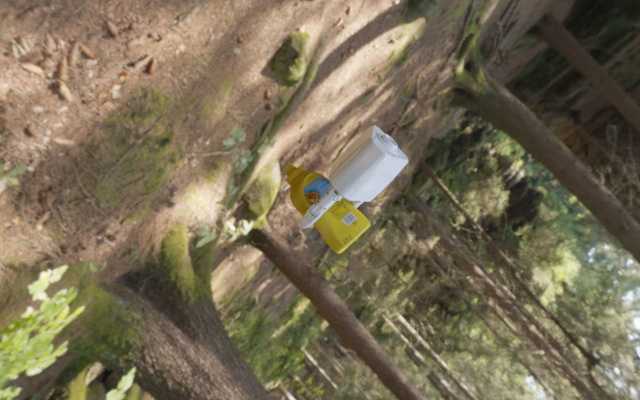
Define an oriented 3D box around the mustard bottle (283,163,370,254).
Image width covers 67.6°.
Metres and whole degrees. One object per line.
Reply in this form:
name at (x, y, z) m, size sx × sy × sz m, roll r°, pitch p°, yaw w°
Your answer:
mustard bottle at (0.000, 0.003, 0.893) m, size 0.096 × 0.191 × 0.058 m, roll -37°, pitch -9°, yaw -43°
